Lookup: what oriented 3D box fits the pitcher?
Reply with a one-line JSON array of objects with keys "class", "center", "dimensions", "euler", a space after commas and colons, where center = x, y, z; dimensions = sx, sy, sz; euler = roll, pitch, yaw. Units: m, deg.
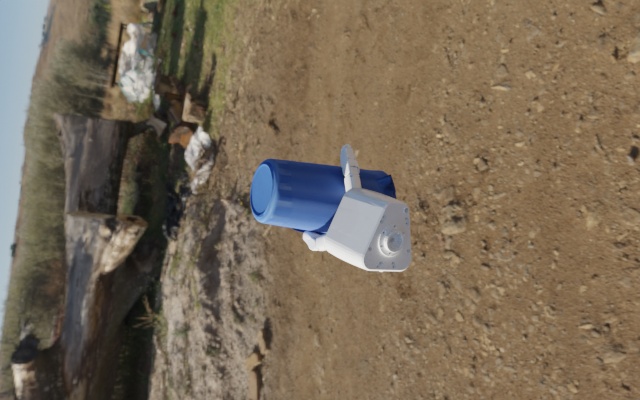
[{"class": "pitcher", "center": [0.000, 0.003, 0.851], "dimensions": [0.243, 0.149, 0.145], "euler": [7, 9, -31]}]
